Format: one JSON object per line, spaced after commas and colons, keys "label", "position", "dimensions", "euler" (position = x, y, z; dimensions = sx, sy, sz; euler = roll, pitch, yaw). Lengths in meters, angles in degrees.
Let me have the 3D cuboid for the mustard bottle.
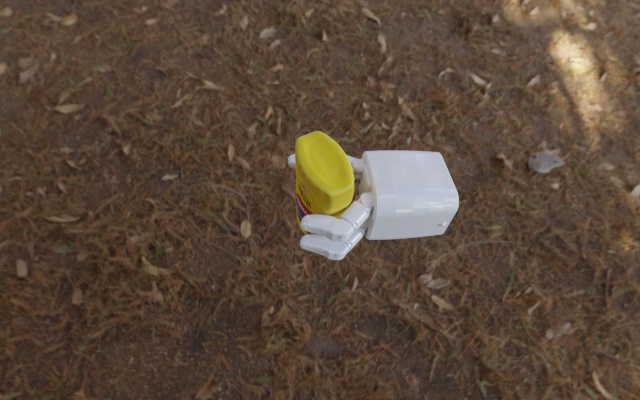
{"label": "mustard bottle", "position": [0.000, 0.002, 0.634], "dimensions": [0.058, 0.096, 0.192], "euler": [-24, -27, -16]}
